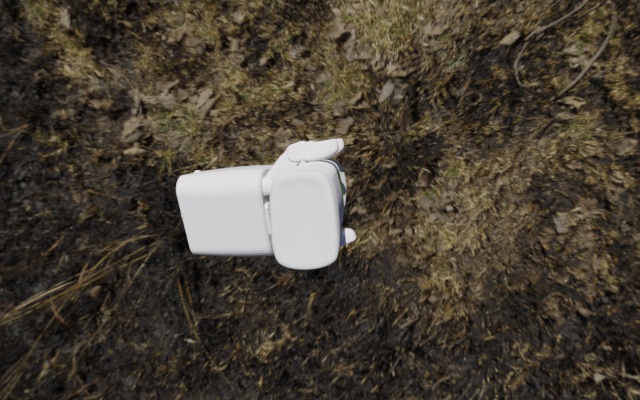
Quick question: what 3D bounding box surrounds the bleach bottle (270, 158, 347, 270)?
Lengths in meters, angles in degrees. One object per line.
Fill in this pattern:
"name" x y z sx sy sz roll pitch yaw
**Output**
"bleach bottle" 0.000 0.002 0.583 0.068 0.102 0.251 -3 7 8
